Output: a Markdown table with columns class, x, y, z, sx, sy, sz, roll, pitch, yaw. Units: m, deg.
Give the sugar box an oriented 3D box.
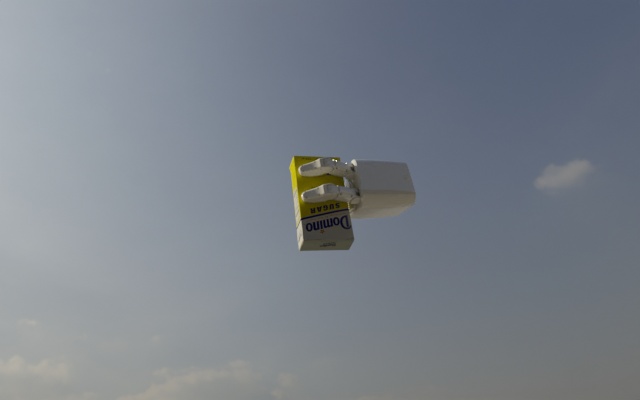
| class | x | y | z | sx | sy | sz | roll | pitch | yaw |
| --- | --- | --- | --- | --- | --- | --- | --- | --- | --- |
| sugar box | 0.000 | 0.002 | 0.855 | 0.093 | 0.176 | 0.048 | 0 | -34 | -15 |
